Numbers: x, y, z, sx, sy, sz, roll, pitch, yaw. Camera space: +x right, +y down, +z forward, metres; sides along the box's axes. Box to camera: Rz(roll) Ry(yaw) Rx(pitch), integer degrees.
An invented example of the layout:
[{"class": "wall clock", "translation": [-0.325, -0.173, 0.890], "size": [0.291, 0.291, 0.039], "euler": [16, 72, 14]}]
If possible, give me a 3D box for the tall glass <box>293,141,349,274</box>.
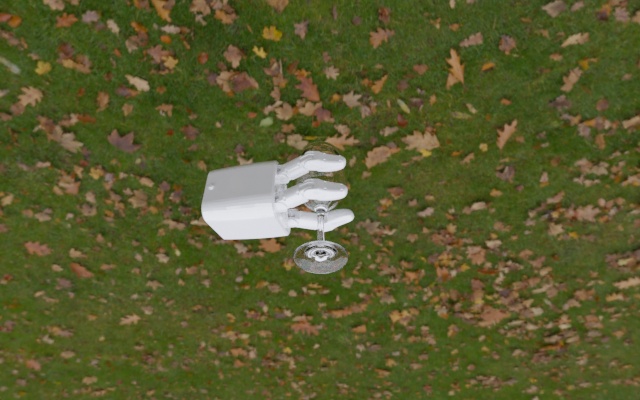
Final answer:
[{"class": "tall glass", "translation": [0.000, 0.003, 0.700], "size": [0.079, 0.200, 0.079], "euler": [0, -41, 0]}]
